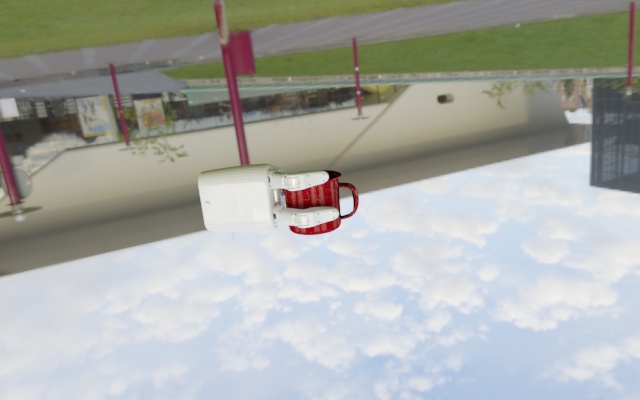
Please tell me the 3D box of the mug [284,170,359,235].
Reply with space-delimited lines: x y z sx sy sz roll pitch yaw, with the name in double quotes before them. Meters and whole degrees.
"mug" 0.002 0.002 0.720 0.117 0.081 0.093 -3 14 11
